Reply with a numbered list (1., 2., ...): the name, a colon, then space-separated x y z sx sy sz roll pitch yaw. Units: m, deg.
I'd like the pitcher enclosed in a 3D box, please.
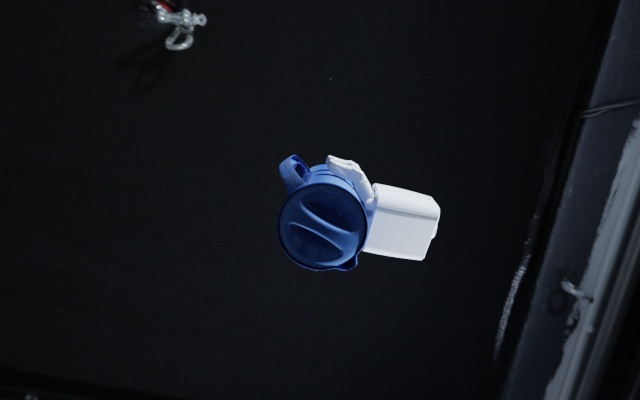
1. pitcher: 0.000 0.003 0.796 0.145 0.149 0.242 10 14 -1
